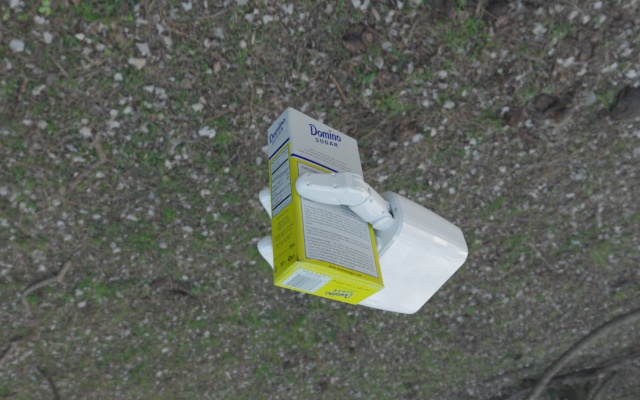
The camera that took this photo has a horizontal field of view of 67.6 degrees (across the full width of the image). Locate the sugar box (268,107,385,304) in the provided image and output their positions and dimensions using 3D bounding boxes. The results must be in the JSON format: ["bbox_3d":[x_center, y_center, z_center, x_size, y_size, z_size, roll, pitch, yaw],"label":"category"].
[{"bbox_3d":[0.000,0.002,0.449,0.093,0.176,0.048,22,-47,-32],"label":"sugar box"}]
